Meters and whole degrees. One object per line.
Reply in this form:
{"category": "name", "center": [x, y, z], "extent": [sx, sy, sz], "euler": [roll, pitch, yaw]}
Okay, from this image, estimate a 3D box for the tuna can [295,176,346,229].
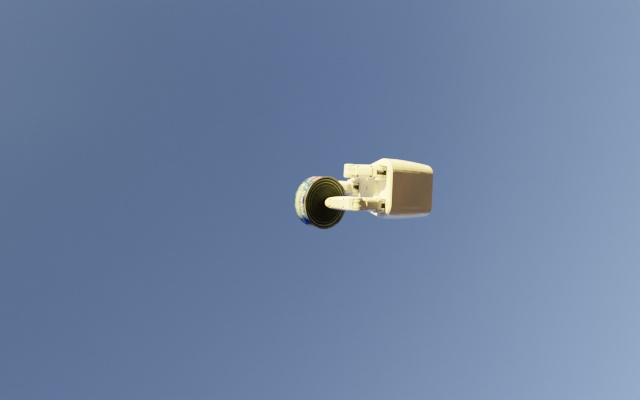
{"category": "tuna can", "center": [0.000, 0.003, 0.787], "extent": [0.086, 0.086, 0.034], "euler": [0, 5, -37]}
